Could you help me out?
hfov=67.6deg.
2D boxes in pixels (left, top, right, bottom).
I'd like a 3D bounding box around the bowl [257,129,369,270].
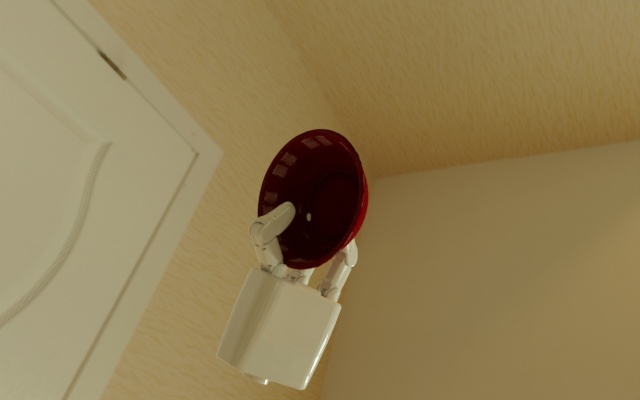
[{"bbox_3d":[0.001,0.001,0.554,0.162,0.162,0.055,0,-11,42],"label":"bowl"}]
